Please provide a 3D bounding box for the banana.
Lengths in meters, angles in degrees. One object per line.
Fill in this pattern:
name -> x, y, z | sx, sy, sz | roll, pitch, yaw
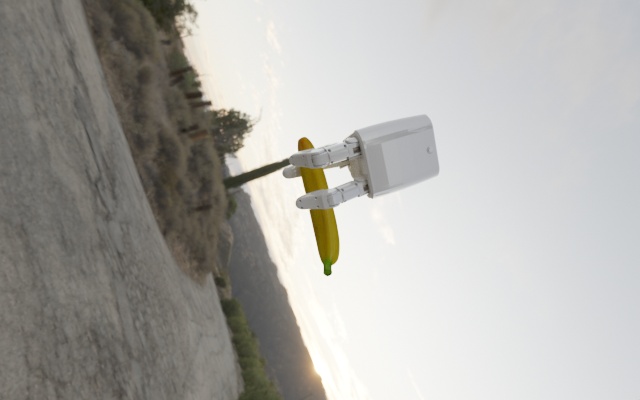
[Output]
banana -> 0.000, 0.008, 0.691 | 0.037, 0.198, 0.069 | -12, -6, -3
